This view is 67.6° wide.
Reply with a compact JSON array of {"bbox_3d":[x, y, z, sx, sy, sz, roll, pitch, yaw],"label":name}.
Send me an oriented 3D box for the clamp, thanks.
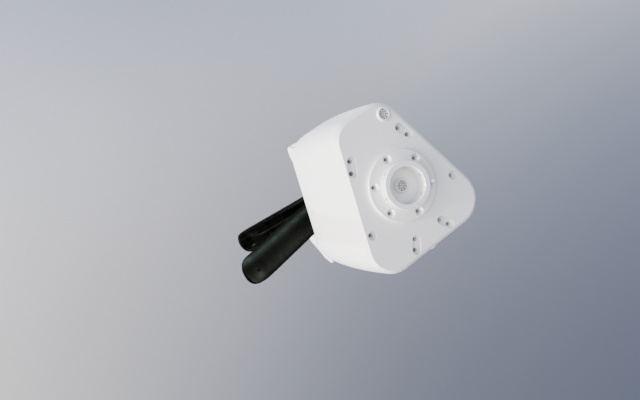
[{"bbox_3d":[0.000,0.001,0.483,0.210,0.036,0.164,-36,11,-13],"label":"clamp"}]
